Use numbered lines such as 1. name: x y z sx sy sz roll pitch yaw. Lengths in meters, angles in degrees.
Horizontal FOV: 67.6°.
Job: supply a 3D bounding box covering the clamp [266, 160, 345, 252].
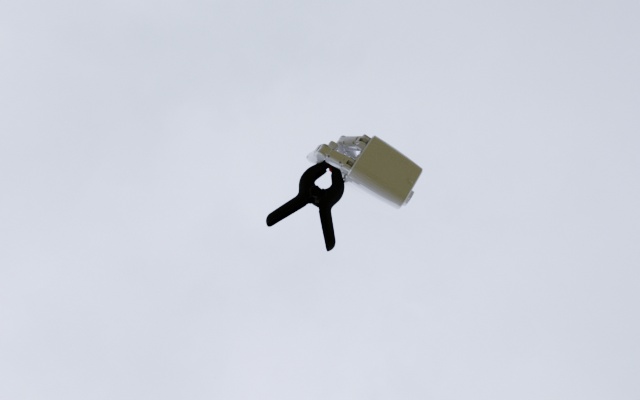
1. clamp: 0.000 0.003 0.809 0.120 0.171 0.039 33 -23 3
